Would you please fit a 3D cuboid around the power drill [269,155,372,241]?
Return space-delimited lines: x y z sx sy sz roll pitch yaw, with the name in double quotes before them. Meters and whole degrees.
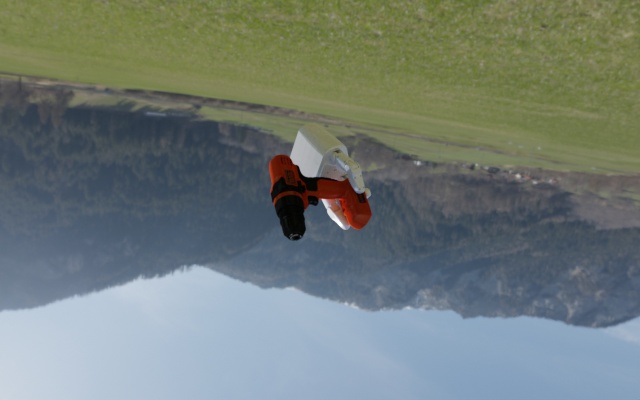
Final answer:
"power drill" 0.000 0.003 0.877 0.188 0.184 0.057 11 -43 -30
